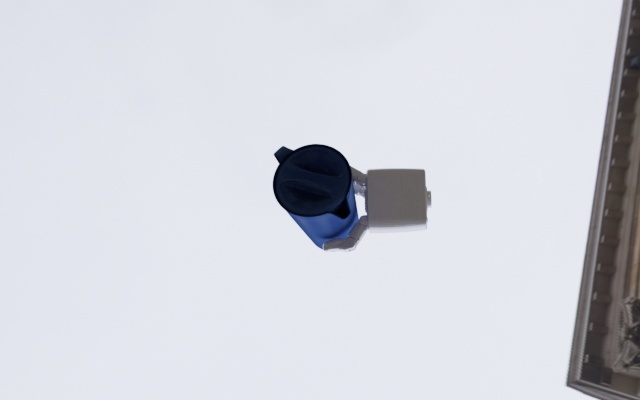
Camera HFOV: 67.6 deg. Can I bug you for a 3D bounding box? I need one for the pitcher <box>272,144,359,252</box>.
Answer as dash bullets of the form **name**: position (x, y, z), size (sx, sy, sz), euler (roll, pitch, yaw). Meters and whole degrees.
- **pitcher**: position (0.000, 0.003, 0.884), size (0.145, 0.149, 0.243), euler (-2, -24, 10)
